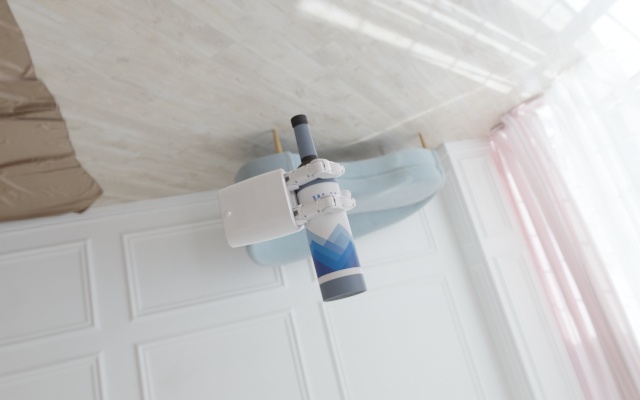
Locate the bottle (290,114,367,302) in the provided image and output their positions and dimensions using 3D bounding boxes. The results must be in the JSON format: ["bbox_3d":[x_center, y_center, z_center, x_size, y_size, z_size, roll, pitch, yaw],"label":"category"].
[{"bbox_3d":[0.000,0.003,0.733,0.069,0.295,0.069,-14,-17,-4],"label":"bottle"}]
